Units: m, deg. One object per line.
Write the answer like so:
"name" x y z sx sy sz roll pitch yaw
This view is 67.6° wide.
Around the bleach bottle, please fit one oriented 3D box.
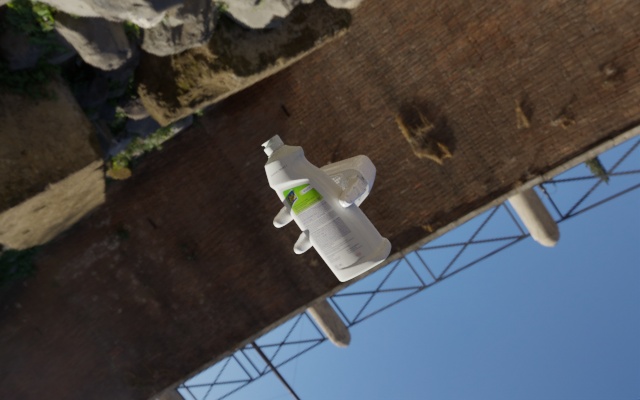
"bleach bottle" 0.000 0.003 0.752 0.102 0.251 0.068 -33 8 23
